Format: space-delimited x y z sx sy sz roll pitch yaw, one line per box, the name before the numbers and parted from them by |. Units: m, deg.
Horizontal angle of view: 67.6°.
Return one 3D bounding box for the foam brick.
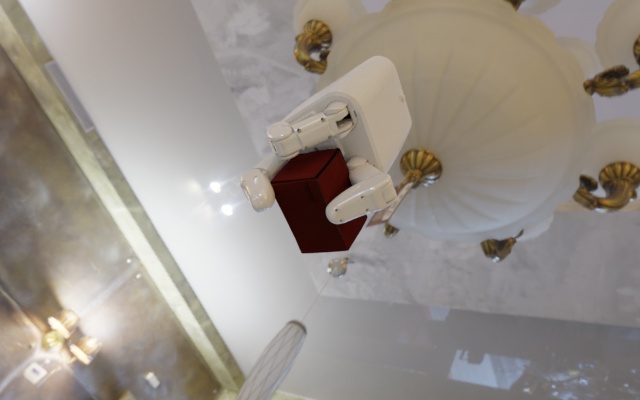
foam brick | 0.000 0.002 0.428 0.053 0.078 0.051 -5 31 33
